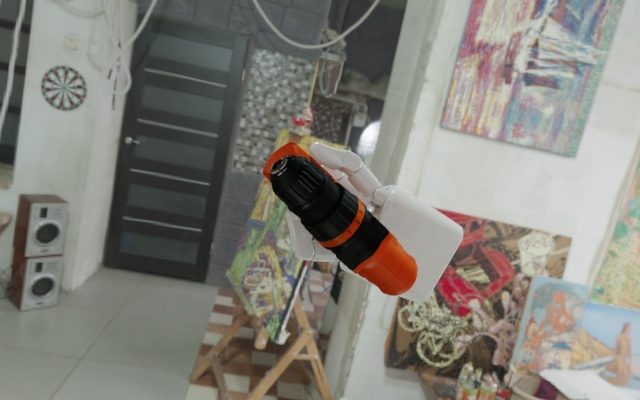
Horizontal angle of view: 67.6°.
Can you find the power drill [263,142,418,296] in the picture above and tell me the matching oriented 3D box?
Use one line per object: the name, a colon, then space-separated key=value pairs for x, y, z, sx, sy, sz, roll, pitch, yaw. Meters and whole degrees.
power drill: x=0.000 y=0.002 z=0.483 sx=0.184 sy=0.057 sz=0.187 roll=45 pitch=2 yaw=-30
